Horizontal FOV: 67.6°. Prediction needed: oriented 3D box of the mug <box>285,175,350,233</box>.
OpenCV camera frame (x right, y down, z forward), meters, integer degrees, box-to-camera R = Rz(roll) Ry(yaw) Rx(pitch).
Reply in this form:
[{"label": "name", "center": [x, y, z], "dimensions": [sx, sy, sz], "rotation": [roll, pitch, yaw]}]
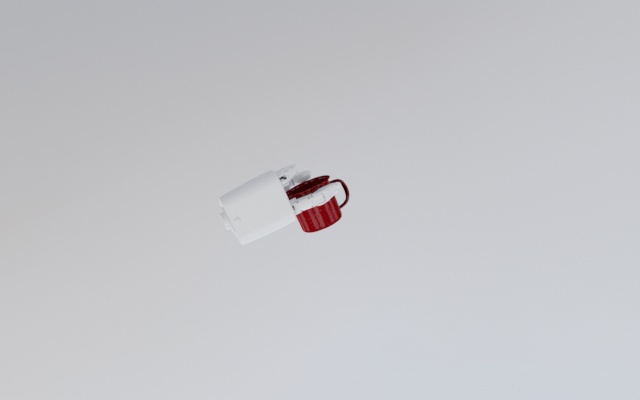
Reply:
[{"label": "mug", "center": [0.001, 0.002, 0.894], "dimensions": [0.117, 0.081, 0.093], "rotation": [-26, 13, -12]}]
